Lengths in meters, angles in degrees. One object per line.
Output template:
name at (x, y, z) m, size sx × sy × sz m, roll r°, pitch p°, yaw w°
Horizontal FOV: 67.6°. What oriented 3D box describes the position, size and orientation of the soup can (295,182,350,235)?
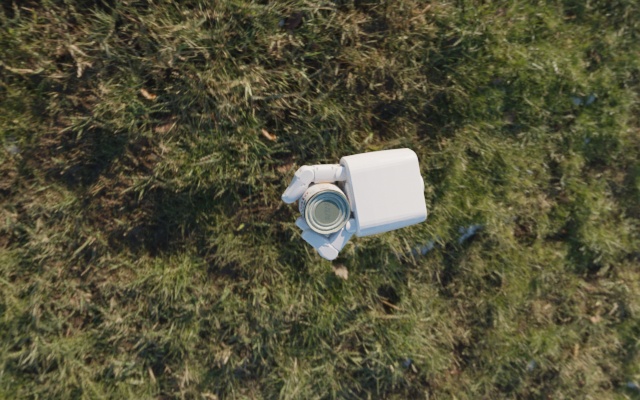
soup can at (0.000, 0.002, 0.703) m, size 0.068 × 0.068 × 0.102 m, roll 0°, pitch 17°, yaw -12°
